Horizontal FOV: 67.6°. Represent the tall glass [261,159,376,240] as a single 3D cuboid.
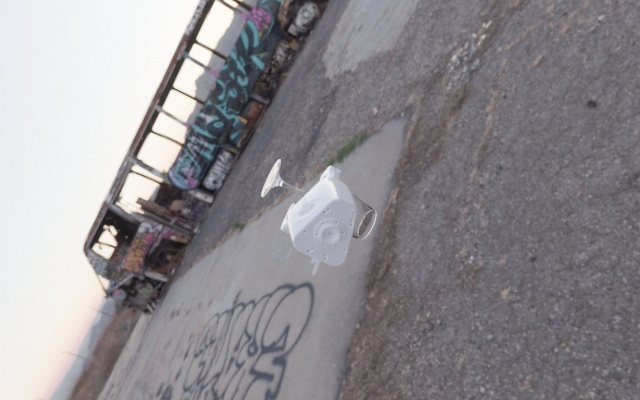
[{"bbox_3d":[0.000,0.002,0.858,0.201,0.079,0.079,26,-7,-15],"label":"tall glass"}]
